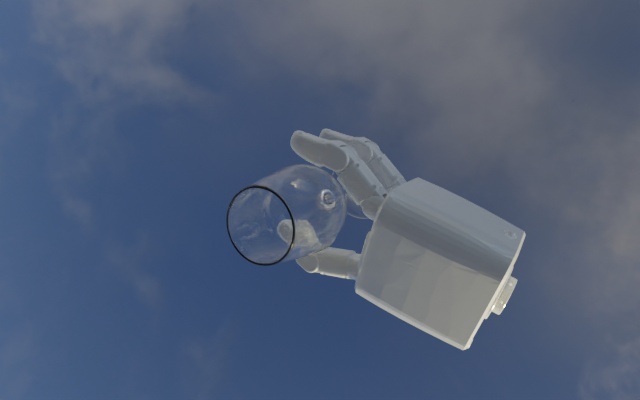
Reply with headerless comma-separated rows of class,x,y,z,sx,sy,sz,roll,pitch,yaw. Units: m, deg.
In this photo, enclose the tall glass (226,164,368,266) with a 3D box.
tall glass,0.000,0.001,0.440,0.079,0.079,0.201,0,10,28
